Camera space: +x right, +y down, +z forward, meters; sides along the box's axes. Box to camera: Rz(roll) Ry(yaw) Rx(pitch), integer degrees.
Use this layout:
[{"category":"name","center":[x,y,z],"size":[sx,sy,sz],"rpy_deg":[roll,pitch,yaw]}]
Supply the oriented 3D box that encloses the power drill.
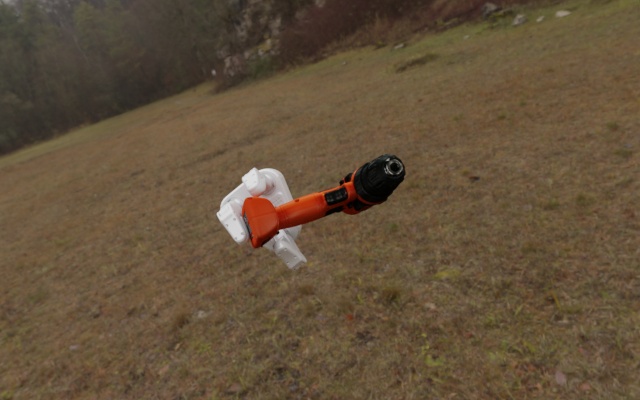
[{"category":"power drill","center":[0.000,0.002,0.596],"size":[0.187,0.057,0.184],"rpy_deg":[-16,-10,-15]}]
